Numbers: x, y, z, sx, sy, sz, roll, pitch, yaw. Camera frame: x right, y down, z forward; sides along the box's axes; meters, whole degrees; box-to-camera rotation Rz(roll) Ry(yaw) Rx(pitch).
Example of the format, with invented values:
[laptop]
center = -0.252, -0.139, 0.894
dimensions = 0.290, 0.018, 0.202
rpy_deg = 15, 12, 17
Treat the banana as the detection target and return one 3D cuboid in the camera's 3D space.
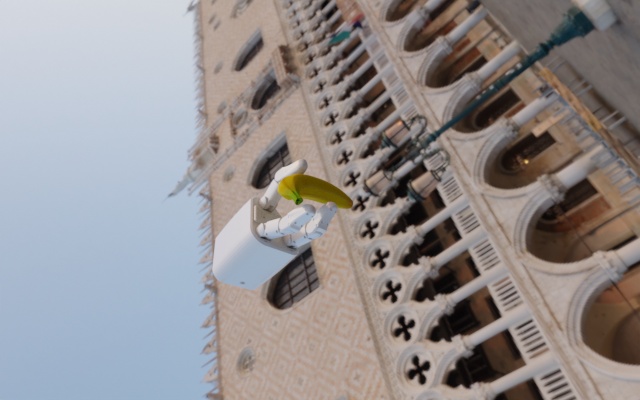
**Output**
[banana]
center = -0.013, -0.011, 0.742
dimensions = 0.037, 0.069, 0.198
rpy_deg = -47, -20, 19
